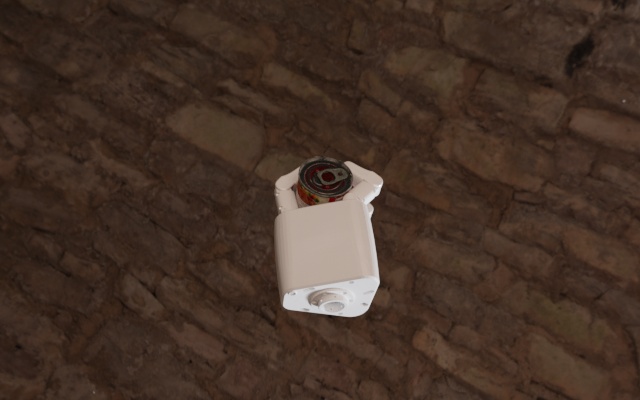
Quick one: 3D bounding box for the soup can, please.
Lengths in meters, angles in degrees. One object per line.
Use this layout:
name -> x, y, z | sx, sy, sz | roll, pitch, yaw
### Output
soup can -> 0.000, 0.002, 0.619 | 0.068, 0.068, 0.102 | 0, -40, -10
